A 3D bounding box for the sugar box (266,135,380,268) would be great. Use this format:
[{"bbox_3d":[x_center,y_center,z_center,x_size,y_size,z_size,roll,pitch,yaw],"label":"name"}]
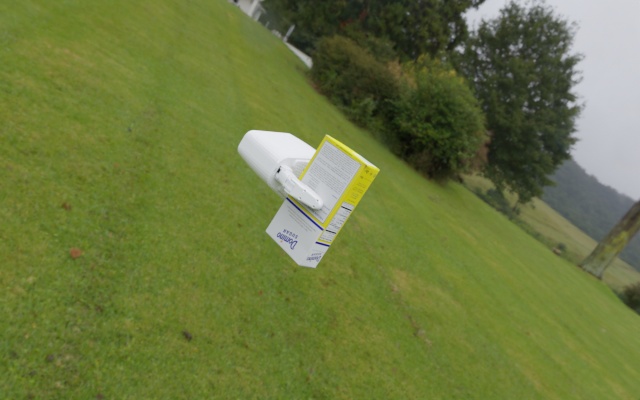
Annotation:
[{"bbox_3d":[0.000,0.002,0.706,0.093,0.176,0.048,41,15,37],"label":"sugar box"}]
